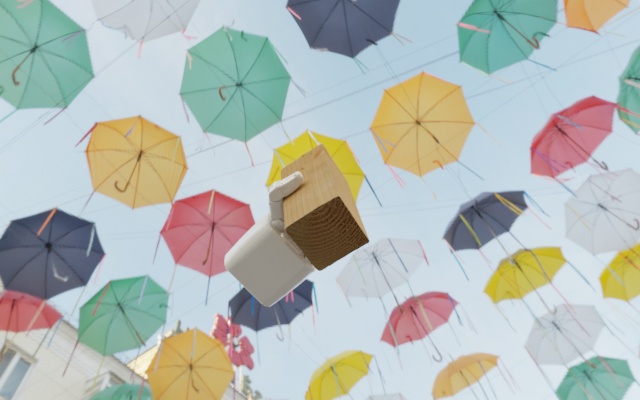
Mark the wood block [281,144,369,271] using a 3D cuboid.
[{"bbox_3d":[0.000,0.002,0.748,0.090,0.091,0.206,-32,26,9],"label":"wood block"}]
